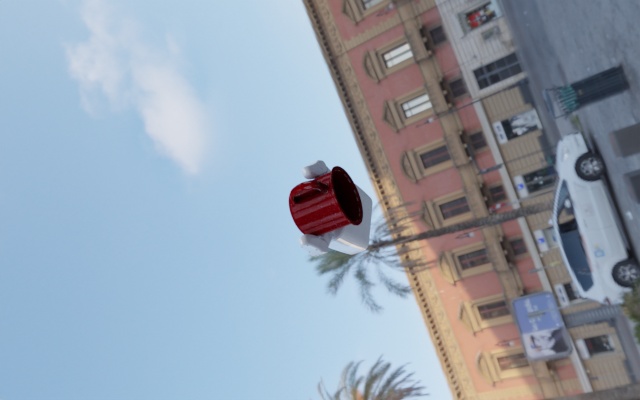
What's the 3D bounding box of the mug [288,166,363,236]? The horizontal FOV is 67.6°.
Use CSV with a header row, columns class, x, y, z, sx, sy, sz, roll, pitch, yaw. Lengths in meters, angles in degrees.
class,x,y,z,sx,sy,sz,roll,pitch,yaw
mug,-0.001,0.002,0.703,0.081,0.093,0.117,-22,-28,25
